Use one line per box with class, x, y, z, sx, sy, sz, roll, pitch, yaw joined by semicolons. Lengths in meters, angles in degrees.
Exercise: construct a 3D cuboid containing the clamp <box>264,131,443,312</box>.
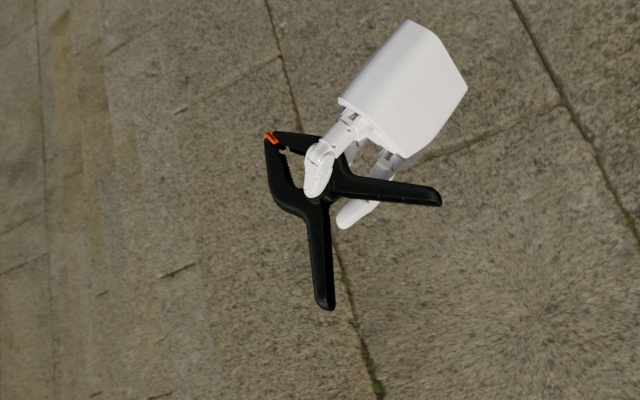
clamp;0.000;0.001;0.516;0.210;0.164;0.036;40;0;27
